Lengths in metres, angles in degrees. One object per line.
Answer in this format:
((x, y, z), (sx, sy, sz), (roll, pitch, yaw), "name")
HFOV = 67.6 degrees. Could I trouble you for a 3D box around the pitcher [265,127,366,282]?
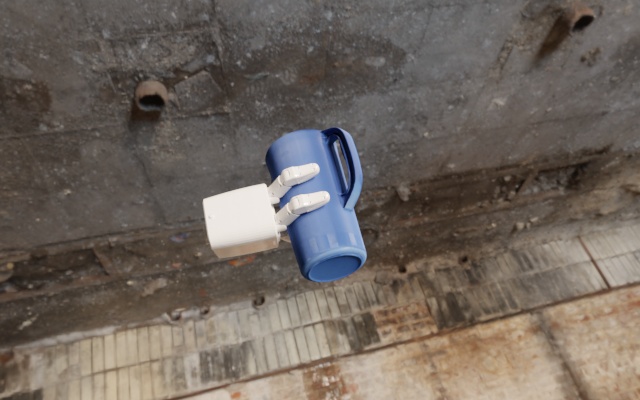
((0.000, 0.003, 0.801), (0.145, 0.242, 0.149), (-12, -32, -9), "pitcher")
